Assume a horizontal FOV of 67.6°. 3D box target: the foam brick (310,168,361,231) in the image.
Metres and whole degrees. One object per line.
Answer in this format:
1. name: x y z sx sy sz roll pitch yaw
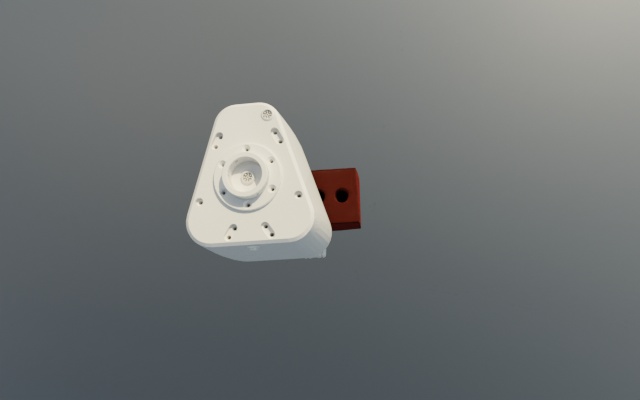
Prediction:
1. foam brick: 0.000 0.001 0.463 0.078 0.053 0.051 -4 -11 5
